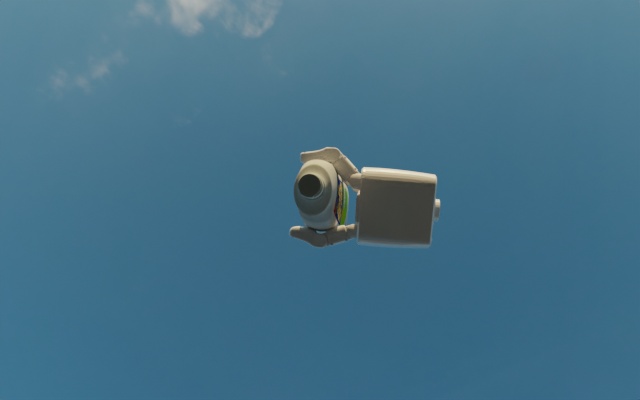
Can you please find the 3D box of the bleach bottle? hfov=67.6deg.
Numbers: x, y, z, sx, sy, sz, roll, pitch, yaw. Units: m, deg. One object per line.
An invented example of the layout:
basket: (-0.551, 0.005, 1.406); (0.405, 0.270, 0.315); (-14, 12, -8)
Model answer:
bleach bottle: (0.000, 0.002, 0.695); (0.068, 0.102, 0.251); (6, -5, 7)
